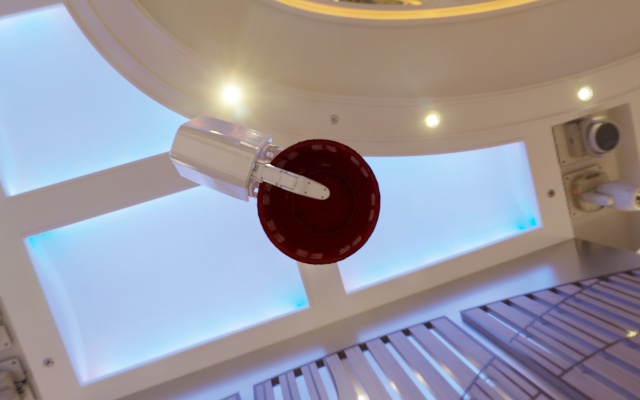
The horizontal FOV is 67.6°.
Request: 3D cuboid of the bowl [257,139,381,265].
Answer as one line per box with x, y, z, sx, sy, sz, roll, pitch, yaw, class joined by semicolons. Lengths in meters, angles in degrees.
0.001;0.003;0.635;0.162;0.162;0.055;0;-1;9;bowl
